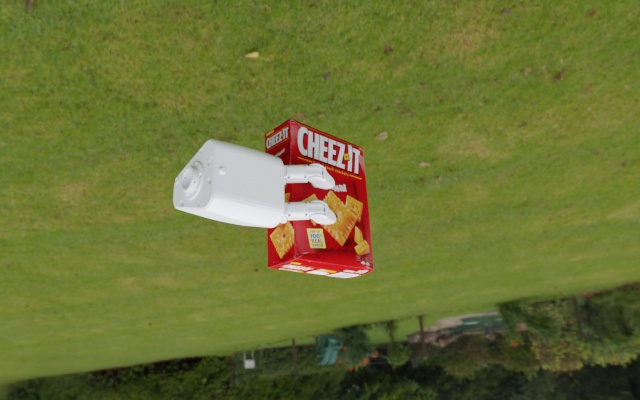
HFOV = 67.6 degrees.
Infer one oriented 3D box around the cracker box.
[{"bbox_3d":[0.000,0.003,0.729,0.164,0.213,0.072,16,-27,-41],"label":"cracker box"}]
